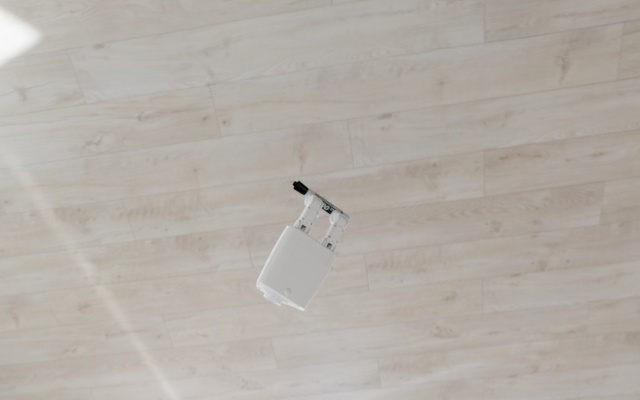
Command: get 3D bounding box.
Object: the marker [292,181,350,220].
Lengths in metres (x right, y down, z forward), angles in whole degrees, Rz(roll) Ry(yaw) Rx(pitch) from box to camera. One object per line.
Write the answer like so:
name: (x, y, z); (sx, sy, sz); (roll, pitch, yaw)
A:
marker: (0.000, 0.003, 0.859); (0.121, 0.020, 0.020); (35, -10, -15)
